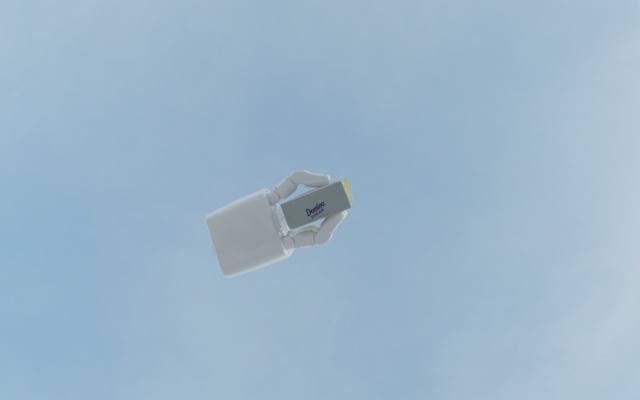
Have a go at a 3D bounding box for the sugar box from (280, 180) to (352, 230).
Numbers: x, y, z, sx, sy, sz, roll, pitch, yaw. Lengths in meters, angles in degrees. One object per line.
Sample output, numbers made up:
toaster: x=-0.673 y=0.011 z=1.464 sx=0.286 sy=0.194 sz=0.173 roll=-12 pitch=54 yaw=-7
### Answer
sugar box: x=0.000 y=0.003 z=0.732 sx=0.093 sy=0.048 sz=0.176 roll=-21 pitch=4 yaw=6
